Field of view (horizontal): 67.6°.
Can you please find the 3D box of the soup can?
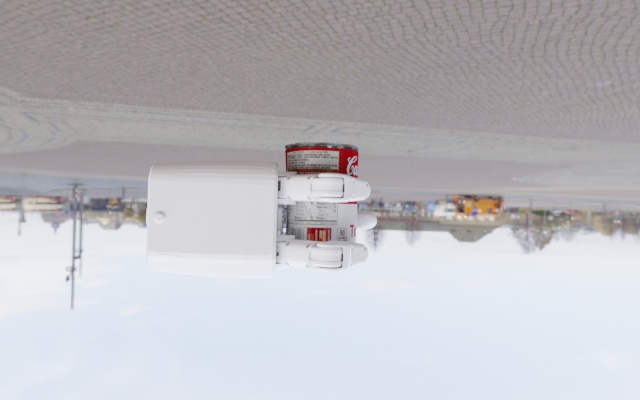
[{"bbox_3d":[0.001,0.002,0.438,0.068,0.102,0.068,2,-1,0],"label":"soup can"}]
